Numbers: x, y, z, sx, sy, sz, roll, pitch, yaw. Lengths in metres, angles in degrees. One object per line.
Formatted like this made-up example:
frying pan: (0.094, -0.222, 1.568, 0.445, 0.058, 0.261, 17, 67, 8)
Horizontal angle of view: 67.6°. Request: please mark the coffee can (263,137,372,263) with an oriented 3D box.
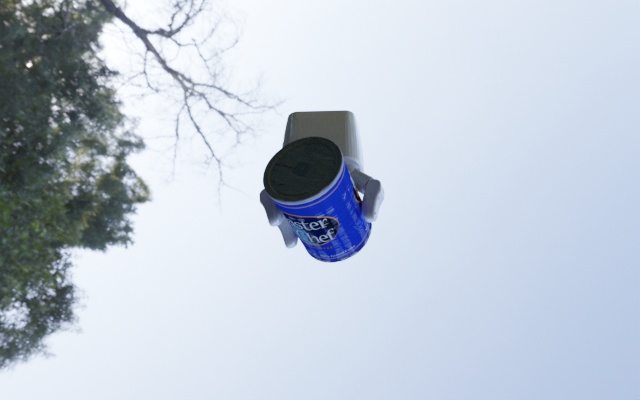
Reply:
coffee can: (0.000, 0.002, 0.622, 0.103, 0.102, 0.140, 0, -37, 24)
